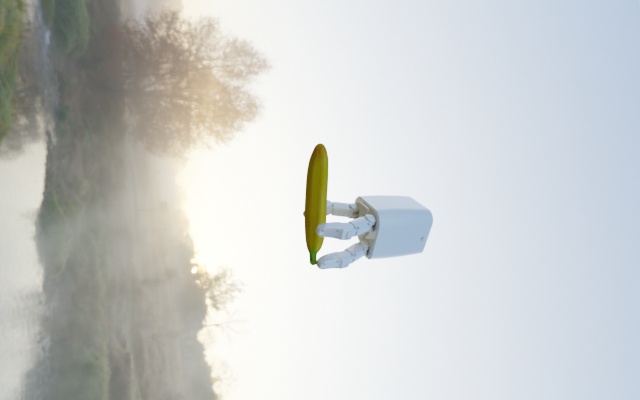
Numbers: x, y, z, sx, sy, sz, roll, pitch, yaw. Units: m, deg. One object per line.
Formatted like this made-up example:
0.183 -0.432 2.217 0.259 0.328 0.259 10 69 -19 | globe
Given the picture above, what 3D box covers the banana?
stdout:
-0.005 0.003 0.790 0.037 0.198 0.069 -1 11 -14 | banana
